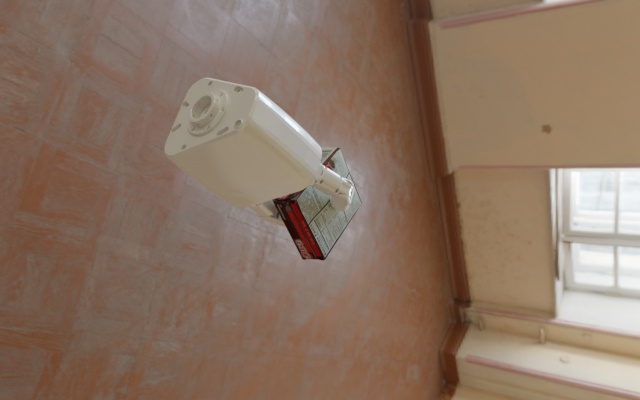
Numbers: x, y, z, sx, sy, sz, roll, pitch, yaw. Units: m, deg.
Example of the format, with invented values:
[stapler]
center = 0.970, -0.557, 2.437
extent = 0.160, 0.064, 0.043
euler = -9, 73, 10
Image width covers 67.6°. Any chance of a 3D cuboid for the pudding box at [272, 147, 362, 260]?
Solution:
[pudding box]
center = 0.000, 0.002, 0.568
extent = 0.039, 0.090, 0.113
euler = 1, 37, 37
